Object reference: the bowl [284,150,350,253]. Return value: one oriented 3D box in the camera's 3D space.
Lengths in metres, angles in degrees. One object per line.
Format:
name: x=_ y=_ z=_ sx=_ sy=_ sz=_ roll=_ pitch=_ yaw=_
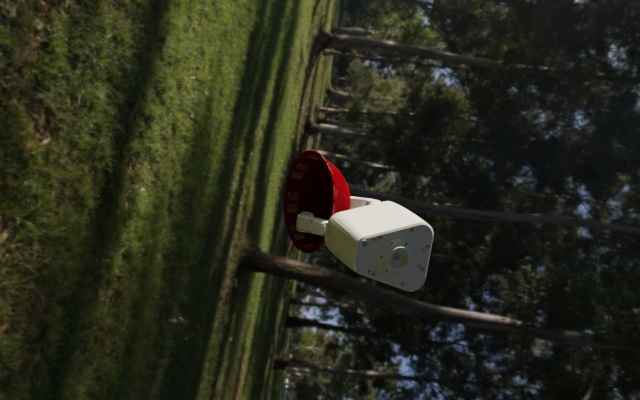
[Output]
bowl: x=0.000 y=0.002 z=0.762 sx=0.055 sy=0.162 sz=0.162 roll=2 pitch=-1 yaw=-31
